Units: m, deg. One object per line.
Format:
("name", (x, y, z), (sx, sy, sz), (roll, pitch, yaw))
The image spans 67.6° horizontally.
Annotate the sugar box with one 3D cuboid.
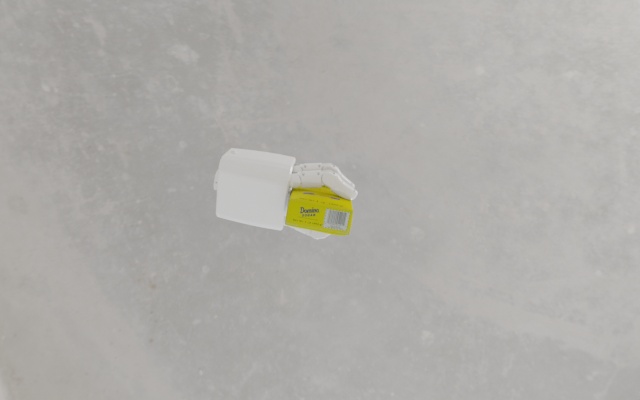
("sugar box", (0.000, 0.002, 0.744), (0.093, 0.048, 0.176), (11, 16, -2))
